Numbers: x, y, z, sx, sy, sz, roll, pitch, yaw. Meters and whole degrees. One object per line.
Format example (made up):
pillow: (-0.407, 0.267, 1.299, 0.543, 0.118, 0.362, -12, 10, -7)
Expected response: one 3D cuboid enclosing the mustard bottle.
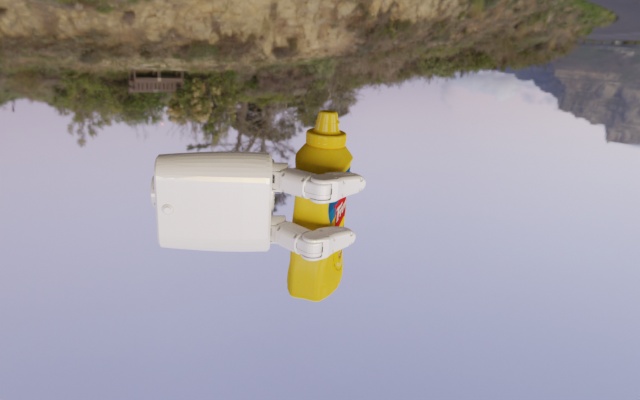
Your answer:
mustard bottle: (0.000, 0.002, 0.503, 0.058, 0.192, 0.096, 9, 21, 14)
